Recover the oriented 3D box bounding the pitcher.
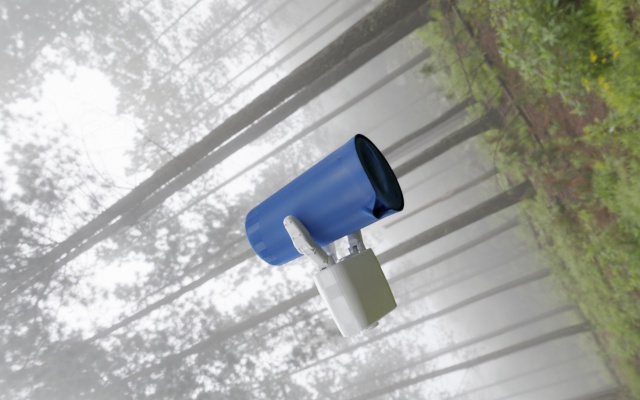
[{"bbox_3d":[0.000,0.003,0.766,0.243,0.145,0.149,-30,-7,24],"label":"pitcher"}]
